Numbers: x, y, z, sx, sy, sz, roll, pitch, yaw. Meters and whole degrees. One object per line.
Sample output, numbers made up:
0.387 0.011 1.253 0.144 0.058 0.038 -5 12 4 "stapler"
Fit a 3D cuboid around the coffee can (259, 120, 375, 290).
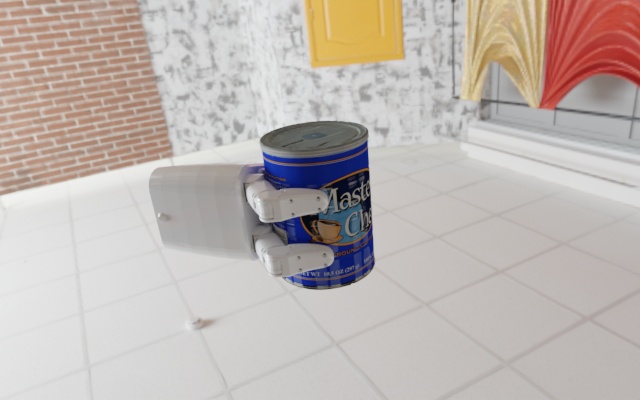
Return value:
0.000 0.001 0.474 0.103 0.140 0.102 -5 23 2 "coffee can"
